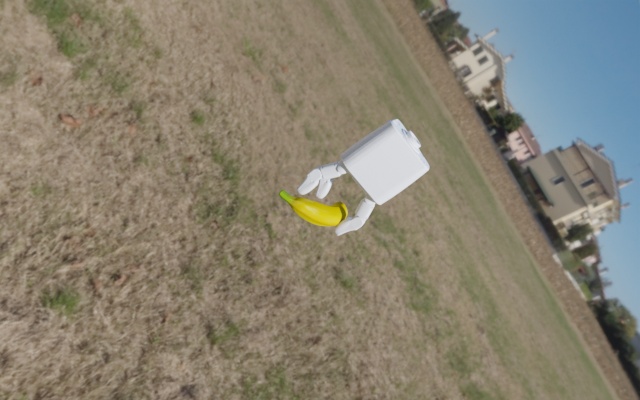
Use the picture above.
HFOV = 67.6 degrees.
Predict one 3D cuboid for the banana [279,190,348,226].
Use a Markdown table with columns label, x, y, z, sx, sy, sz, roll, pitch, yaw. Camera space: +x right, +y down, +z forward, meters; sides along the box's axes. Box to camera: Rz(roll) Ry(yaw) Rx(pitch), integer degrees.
| label | x | y | z | sx | sy | sz | roll | pitch | yaw |
| --- | --- | --- | --- | --- | --- | --- | --- | --- | --- |
| banana | 0.007 | 0.017 | 0.855 | 0.037 | 0.069 | 0.198 | -40 | -26 | 20 |
